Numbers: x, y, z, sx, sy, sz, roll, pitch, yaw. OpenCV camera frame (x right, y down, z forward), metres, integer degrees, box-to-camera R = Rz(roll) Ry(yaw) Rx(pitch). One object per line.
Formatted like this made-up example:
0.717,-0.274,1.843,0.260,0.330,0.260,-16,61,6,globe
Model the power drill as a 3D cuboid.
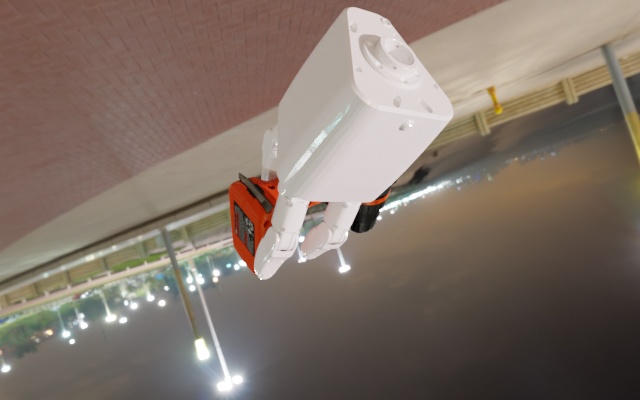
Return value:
0.000,0.002,0.494,0.187,0.185,0.057,-30,57,-27,power drill
